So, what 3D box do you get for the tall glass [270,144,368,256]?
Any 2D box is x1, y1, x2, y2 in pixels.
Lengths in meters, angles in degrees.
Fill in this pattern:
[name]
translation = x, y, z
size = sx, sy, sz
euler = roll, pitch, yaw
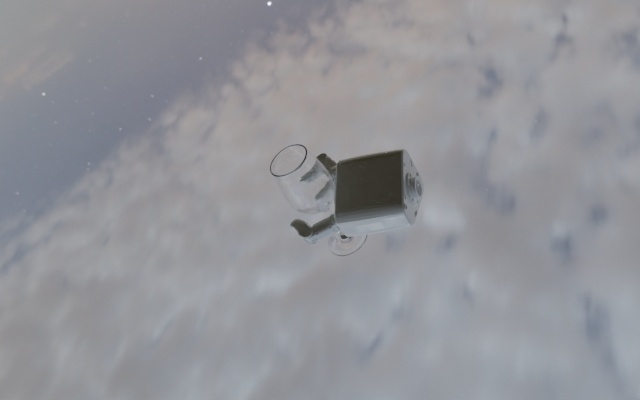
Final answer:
[tall glass]
translation = 0.000, 0.003, 0.745
size = 0.079, 0.079, 0.201
euler = 0, -37, 36
